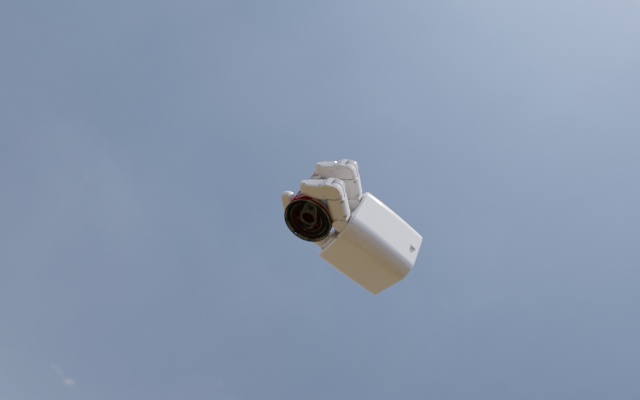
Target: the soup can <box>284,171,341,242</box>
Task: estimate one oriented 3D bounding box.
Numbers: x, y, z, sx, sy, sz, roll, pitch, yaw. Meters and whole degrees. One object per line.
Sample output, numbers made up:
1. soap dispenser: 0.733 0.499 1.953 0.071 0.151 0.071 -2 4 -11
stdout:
1. soup can: 0.000 0.002 0.681 0.068 0.068 0.102 0 31 25
